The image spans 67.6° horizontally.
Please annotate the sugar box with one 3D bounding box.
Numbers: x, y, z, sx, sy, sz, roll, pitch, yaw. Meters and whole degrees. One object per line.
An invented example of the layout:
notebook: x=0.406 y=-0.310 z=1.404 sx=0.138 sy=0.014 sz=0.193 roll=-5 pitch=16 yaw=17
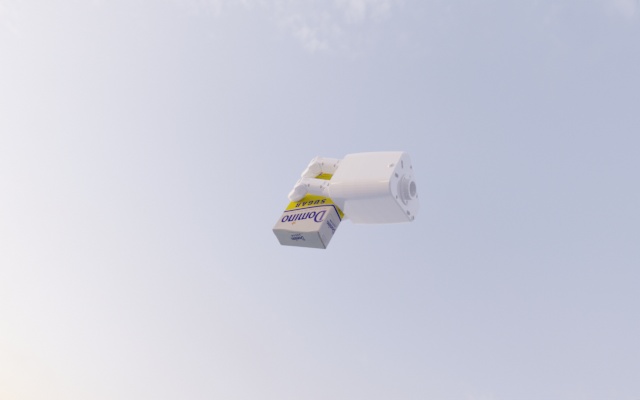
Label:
sugar box: x=0.000 y=0.002 z=0.815 sx=0.093 sy=0.048 sz=0.176 roll=1 pitch=41 yaw=33
